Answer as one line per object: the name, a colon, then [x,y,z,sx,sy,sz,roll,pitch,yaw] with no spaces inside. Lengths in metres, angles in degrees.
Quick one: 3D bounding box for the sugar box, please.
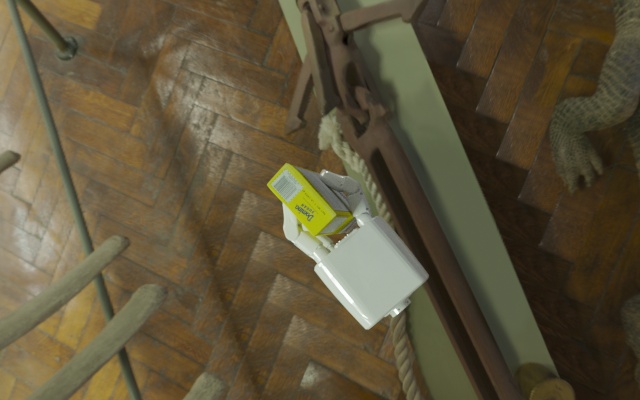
sugar box: [0.000,0.003,0.661,0.048,0.093,0.176,-44,-14,8]
